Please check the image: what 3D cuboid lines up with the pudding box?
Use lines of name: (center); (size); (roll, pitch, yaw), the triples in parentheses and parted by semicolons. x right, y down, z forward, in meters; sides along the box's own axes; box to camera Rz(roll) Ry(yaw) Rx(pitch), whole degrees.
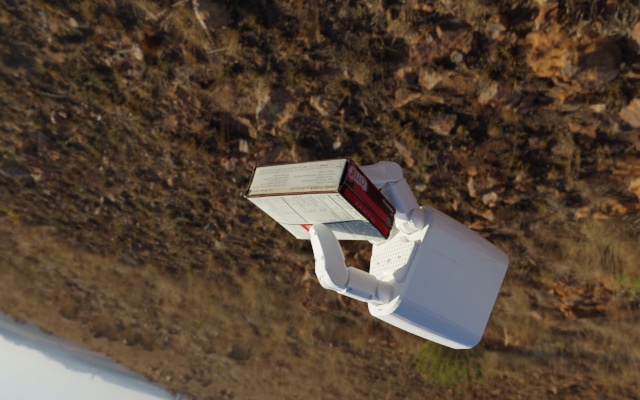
pudding box: (0.000, 0.002, 0.443); (0.113, 0.039, 0.090); (-4, -33, 36)
